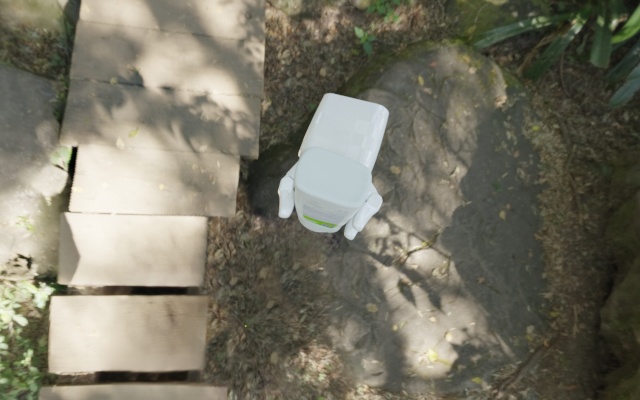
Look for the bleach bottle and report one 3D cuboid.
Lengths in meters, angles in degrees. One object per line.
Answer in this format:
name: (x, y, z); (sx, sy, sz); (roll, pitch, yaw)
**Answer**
bleach bottle: (0.000, 0.002, 0.723); (0.102, 0.068, 0.251); (21, -17, -3)
